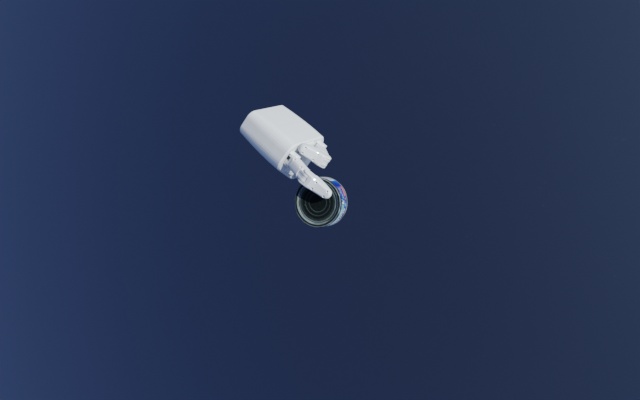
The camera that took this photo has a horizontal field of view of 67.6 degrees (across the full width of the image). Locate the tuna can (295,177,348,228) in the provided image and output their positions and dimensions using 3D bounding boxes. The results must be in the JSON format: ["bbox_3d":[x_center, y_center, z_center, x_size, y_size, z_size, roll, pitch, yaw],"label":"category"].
[{"bbox_3d":[0.000,0.003,0.805,0.086,0.086,0.034,0,3,21],"label":"tuna can"}]
